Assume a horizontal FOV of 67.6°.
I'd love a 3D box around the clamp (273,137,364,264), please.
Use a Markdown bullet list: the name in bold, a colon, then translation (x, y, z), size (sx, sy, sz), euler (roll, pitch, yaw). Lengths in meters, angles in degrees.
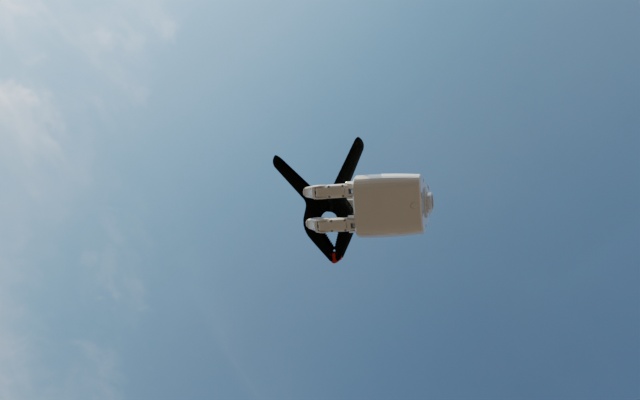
- **clamp**: translation (0.001, 0.003, 0.823), size (0.164, 0.210, 0.036), euler (-3, 4, 20)
